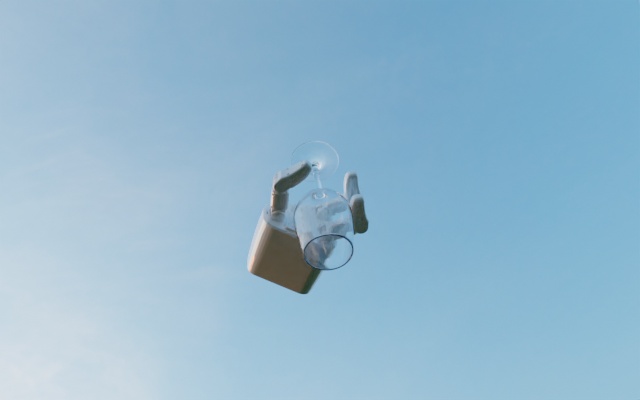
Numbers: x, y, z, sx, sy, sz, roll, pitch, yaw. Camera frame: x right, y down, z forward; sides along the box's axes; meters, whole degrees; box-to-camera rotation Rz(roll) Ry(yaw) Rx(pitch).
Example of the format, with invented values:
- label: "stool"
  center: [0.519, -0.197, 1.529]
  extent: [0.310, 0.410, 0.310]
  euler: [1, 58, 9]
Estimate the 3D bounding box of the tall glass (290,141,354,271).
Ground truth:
- label: "tall glass"
  center: [0.000, 0.002, 0.651]
  extent: [0.079, 0.079, 0.200]
  euler: [0, 38, -7]
